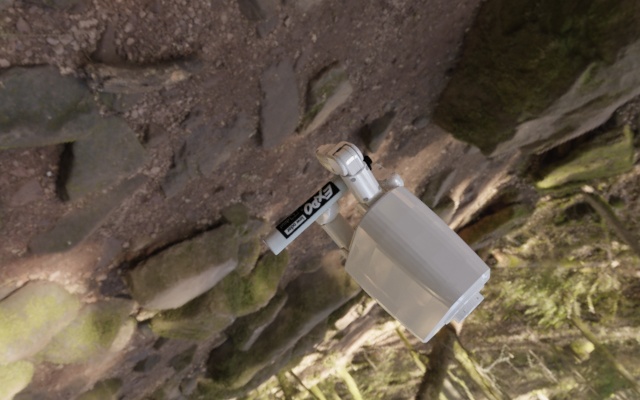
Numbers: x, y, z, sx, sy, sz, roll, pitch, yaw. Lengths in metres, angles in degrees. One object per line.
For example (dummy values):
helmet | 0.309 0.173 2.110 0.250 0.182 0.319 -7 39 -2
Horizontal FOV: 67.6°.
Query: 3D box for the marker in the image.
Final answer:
marker | 0.000 0.001 0.423 0.121 0.020 0.020 -41 9 -11
